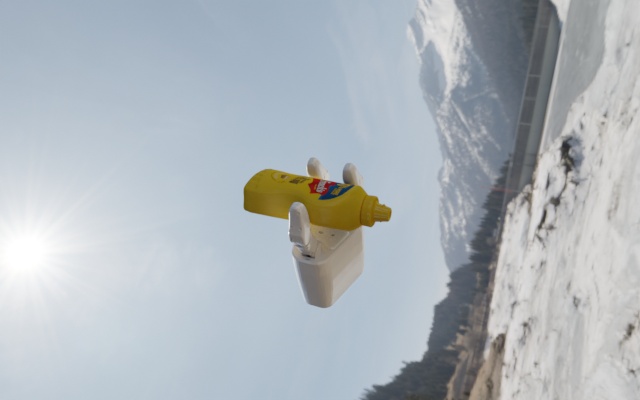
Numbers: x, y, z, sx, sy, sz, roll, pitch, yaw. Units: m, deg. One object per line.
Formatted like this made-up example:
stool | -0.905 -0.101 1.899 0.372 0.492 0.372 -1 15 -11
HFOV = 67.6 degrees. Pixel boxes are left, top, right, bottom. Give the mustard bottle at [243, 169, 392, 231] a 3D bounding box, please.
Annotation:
mustard bottle | 0.000 0.002 0.636 0.191 0.058 0.096 11 19 21
